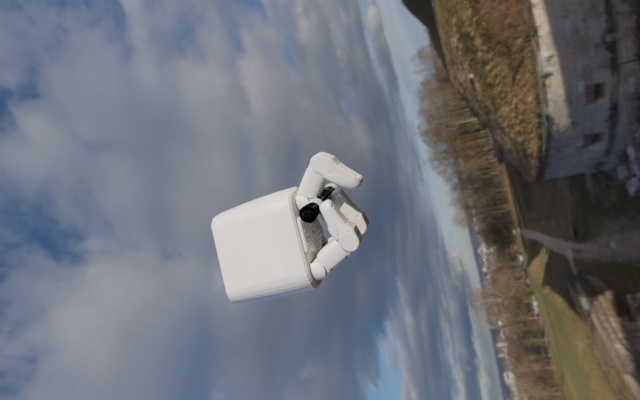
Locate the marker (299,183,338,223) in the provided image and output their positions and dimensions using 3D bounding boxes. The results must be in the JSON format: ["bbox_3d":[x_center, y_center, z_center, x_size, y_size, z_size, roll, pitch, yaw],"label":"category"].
[{"bbox_3d":[0.000,0.002,0.537,0.020,0.020,0.121,0,13,14],"label":"marker"}]
